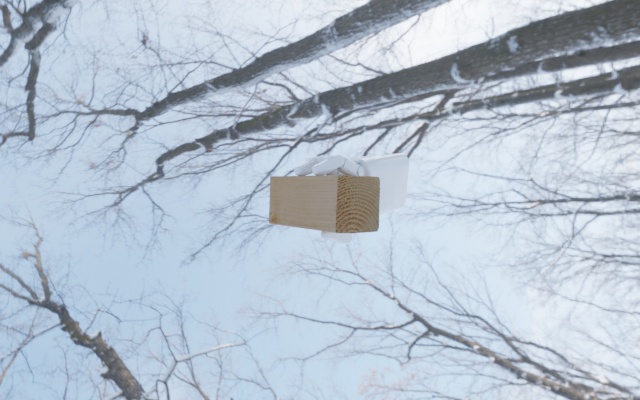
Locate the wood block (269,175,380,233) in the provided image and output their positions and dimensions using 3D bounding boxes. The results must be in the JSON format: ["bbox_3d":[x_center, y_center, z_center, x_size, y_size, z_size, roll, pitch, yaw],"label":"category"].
[{"bbox_3d":[0.000,0.003,0.826,0.090,0.091,0.206,0,1,-35],"label":"wood block"}]
